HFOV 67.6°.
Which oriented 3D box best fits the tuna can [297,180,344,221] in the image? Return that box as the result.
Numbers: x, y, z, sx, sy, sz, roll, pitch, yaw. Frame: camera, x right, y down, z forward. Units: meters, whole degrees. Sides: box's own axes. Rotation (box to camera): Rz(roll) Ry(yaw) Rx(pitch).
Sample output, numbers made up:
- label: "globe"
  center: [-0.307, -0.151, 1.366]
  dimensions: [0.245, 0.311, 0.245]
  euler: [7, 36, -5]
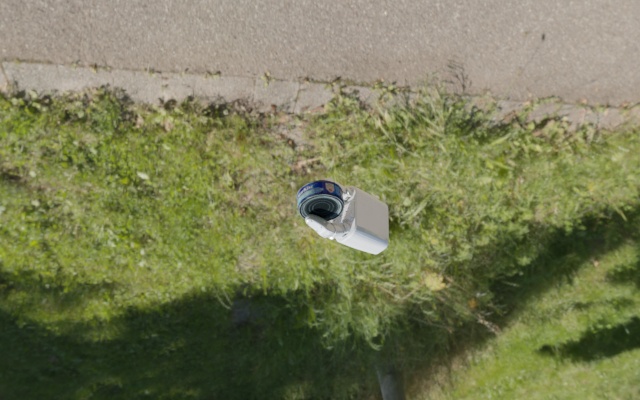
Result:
- label: "tuna can"
  center: [0.000, 0.003, 0.871]
  dimensions: [0.086, 0.033, 0.086]
  euler: [-4, -38, -3]
